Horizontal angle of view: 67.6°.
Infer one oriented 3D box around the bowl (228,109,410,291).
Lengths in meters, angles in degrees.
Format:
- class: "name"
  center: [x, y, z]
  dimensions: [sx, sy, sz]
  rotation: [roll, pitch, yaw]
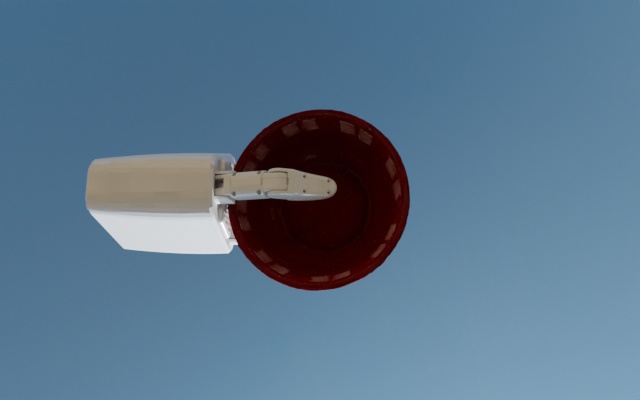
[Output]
- class: "bowl"
  center: [0.001, 0.002, 0.440]
  dimensions: [0.162, 0.162, 0.055]
  rotation: [0, -11, 9]
